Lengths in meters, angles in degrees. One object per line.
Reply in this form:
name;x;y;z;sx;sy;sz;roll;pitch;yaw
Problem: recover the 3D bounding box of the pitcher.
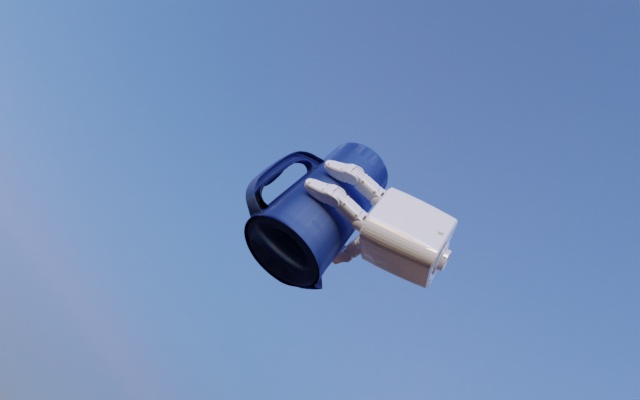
pitcher;0.000;0.003;0.739;0.145;0.149;0.242;26;48;20
